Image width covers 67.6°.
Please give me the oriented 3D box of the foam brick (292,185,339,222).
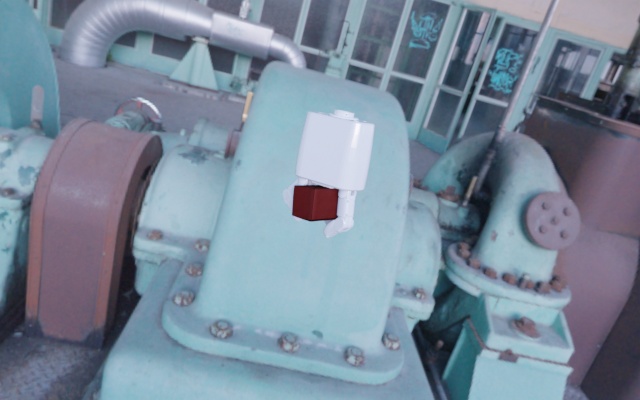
[{"bbox_3d":[0.000,0.003,0.768,0.078,0.051,0.053,-3,11,-41],"label":"foam brick"}]
